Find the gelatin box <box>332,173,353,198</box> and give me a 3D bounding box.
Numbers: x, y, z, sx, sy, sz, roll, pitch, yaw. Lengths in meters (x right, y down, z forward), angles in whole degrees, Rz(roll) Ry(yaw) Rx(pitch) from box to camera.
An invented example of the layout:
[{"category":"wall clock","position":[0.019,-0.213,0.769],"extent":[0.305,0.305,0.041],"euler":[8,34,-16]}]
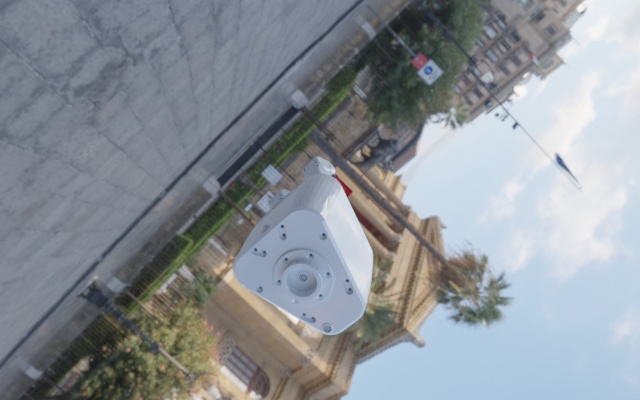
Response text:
[{"category":"gelatin box","position":[0.000,0.002,0.569],"extent":[0.073,0.030,0.089],"euler":[-44,5,3]}]
